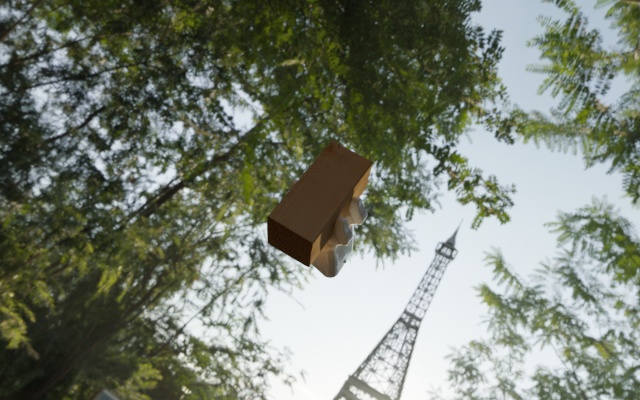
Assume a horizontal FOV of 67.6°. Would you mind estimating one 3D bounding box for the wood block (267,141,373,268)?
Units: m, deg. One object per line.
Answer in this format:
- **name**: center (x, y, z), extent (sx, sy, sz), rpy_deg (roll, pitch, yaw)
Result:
- **wood block**: center (0.000, 0.003, 0.853), extent (0.091, 0.206, 0.090), rpy_deg (29, -33, 14)
